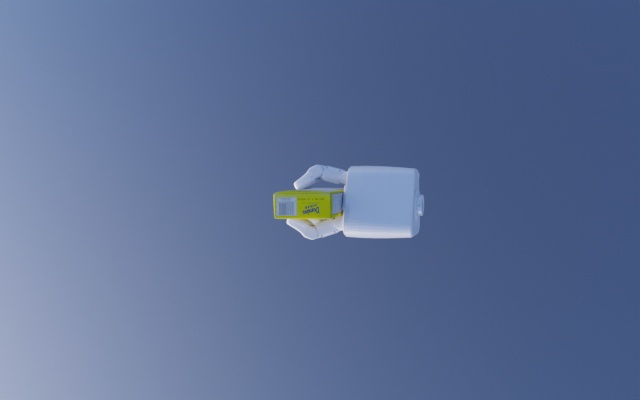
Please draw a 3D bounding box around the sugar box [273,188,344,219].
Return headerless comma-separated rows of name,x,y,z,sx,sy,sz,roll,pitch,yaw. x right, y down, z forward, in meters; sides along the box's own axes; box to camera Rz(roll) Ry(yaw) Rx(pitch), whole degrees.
sugar box,0.000,0.003,0.782,0.093,0.048,0.176,1,1,19
